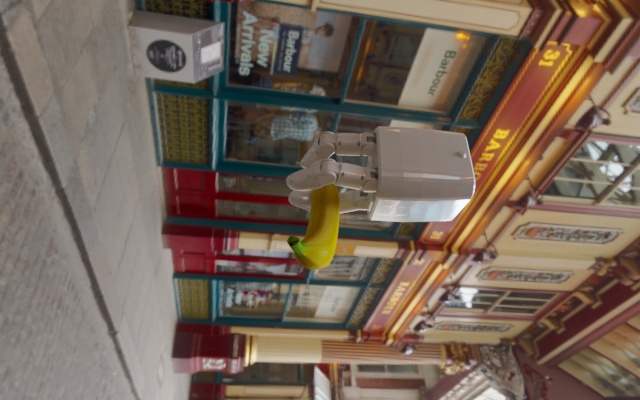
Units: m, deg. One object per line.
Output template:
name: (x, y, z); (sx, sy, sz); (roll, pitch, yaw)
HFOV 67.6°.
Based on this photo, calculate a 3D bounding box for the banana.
banana: (0.001, 0.020, 0.541); (0.037, 0.070, 0.197); (0, 29, 9)
